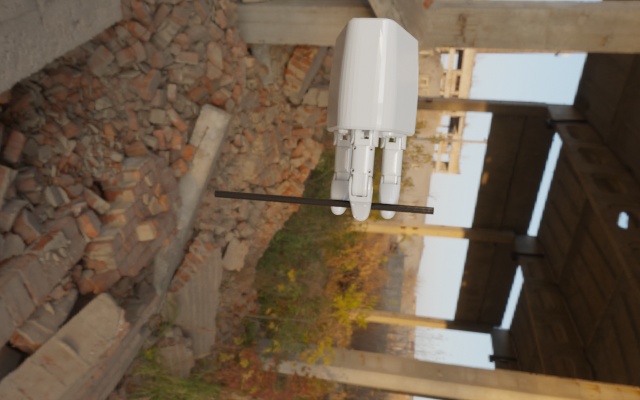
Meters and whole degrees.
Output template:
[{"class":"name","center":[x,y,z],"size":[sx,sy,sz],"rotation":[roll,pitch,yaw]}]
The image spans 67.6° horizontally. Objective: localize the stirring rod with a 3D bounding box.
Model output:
[{"class":"stirring rod","center":[0.000,0.002,0.518],"size":[0.239,0.011,0.011],"rotation":[4,1,10]}]
